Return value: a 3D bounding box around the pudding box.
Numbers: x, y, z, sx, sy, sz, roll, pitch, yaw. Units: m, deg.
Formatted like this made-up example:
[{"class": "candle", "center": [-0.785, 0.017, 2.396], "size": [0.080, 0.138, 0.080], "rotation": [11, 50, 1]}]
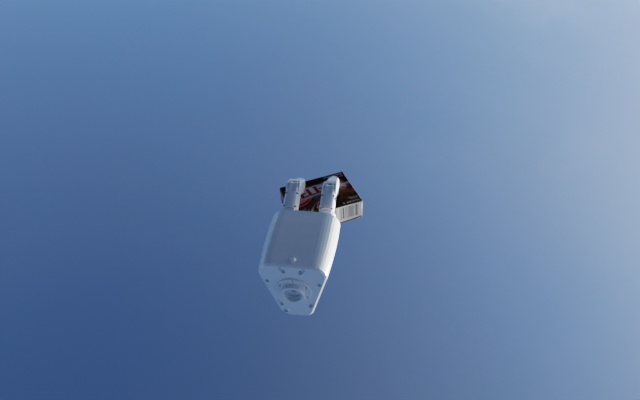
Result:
[{"class": "pudding box", "center": [0.000, 0.003, 0.763], "size": [0.113, 0.039, 0.090], "rotation": [-14, 39, -14]}]
